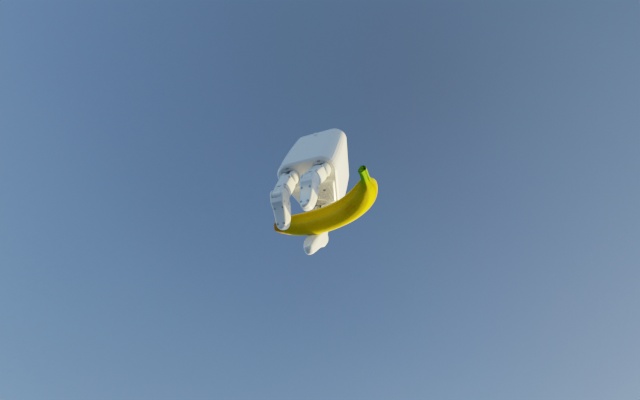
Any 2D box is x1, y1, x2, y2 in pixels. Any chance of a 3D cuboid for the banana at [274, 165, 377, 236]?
[{"bbox_3d":[0.016,0.012,0.686,0.070,0.037,0.198,39,-50,-21],"label":"banana"}]
